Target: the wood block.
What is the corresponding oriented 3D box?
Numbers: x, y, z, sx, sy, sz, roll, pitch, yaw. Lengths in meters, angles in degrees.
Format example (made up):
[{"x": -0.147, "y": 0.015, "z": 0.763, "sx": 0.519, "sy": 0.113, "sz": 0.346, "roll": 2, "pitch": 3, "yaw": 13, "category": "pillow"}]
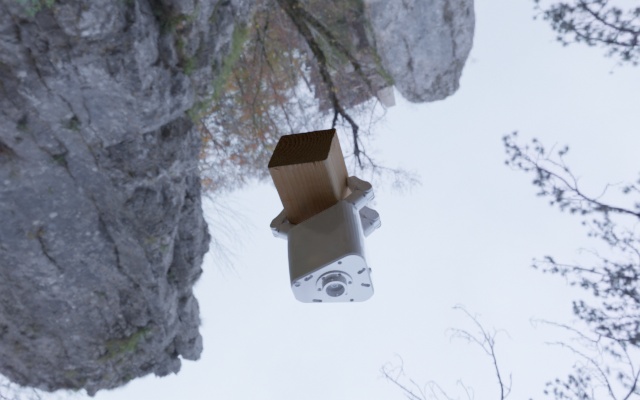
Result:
[{"x": 0.000, "y": 0.003, "z": 0.744, "sx": 0.091, "sy": 0.206, "sz": 0.090, "roll": -5, "pitch": 37, "yaw": 17, "category": "wood block"}]
